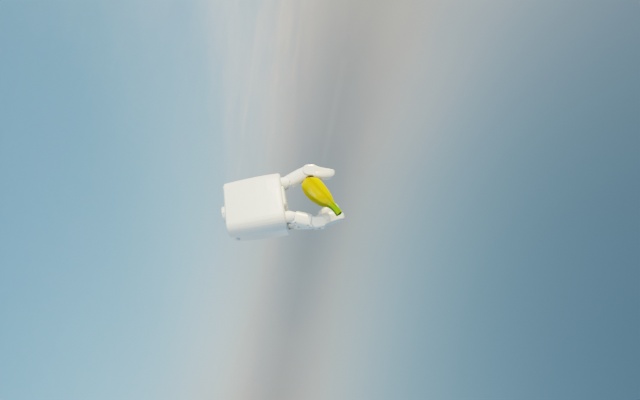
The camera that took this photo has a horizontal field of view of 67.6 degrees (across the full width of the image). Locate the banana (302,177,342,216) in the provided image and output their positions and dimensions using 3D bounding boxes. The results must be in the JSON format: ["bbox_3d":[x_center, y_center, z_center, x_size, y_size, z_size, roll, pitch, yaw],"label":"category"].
[{"bbox_3d":[-0.008,-0.013,0.876,0.037,0.069,0.197,-30,12,-3],"label":"banana"}]
